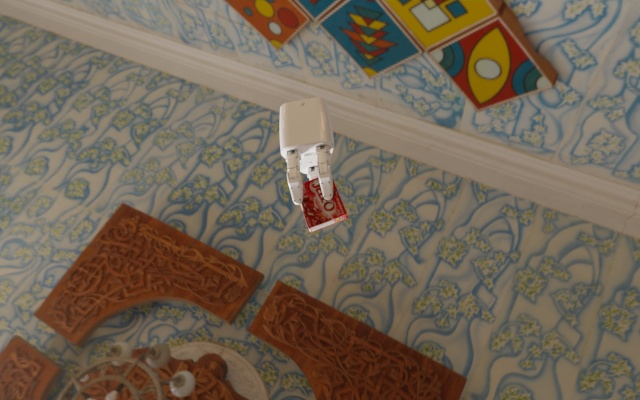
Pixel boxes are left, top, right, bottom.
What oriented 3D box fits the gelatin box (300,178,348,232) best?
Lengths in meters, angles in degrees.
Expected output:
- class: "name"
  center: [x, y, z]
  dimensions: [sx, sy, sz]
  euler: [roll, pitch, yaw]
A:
- class: "gelatin box"
  center: [0.000, 0.003, 0.861]
  dimensions: [0.073, 0.089, 0.030]
  euler: [-20, -22, 0]
